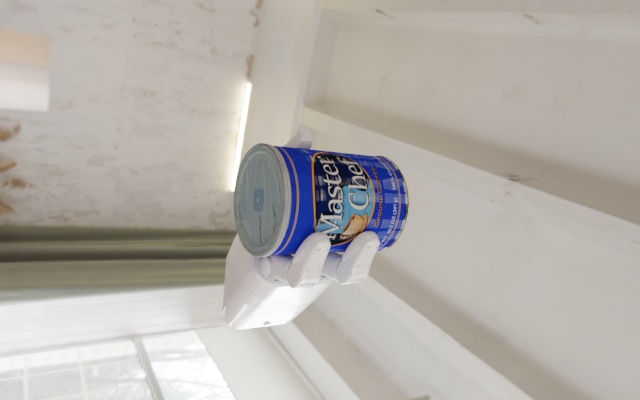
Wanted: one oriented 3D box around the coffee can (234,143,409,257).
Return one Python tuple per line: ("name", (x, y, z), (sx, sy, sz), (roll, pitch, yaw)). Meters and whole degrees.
("coffee can", (0.000, 0.001, 0.468), (0.140, 0.103, 0.103), (2, -1, -34))
